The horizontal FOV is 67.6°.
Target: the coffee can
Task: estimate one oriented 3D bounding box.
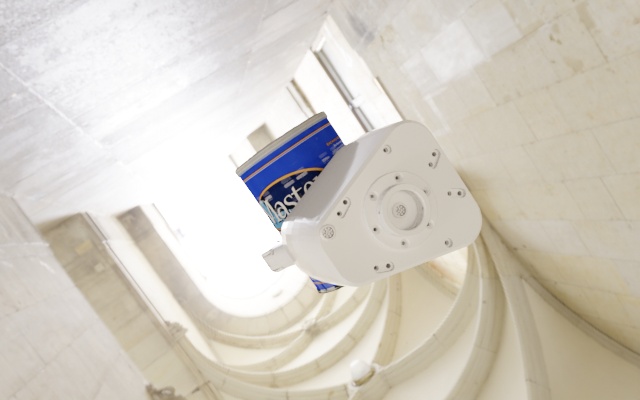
[{"bbox_3d":[0.000,0.001,0.458,0.103,0.140,0.103,-34,5,4],"label":"coffee can"}]
